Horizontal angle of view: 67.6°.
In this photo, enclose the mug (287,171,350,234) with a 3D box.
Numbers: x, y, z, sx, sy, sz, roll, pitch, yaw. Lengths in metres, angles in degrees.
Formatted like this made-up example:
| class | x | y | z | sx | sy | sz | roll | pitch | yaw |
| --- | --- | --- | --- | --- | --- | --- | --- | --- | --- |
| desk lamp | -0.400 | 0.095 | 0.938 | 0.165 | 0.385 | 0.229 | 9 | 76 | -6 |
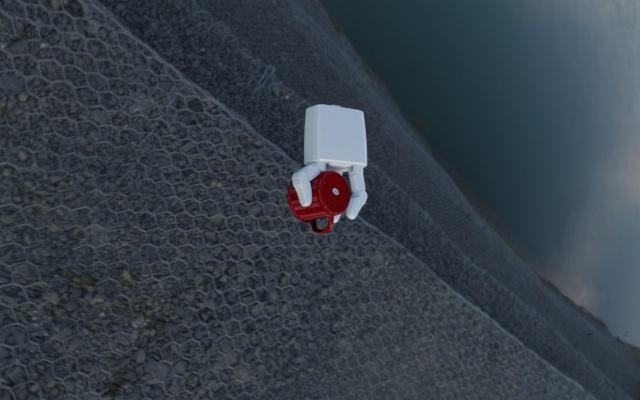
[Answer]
| class | x | y | z | sx | sy | sz | roll | pitch | yaw |
| --- | --- | --- | --- | --- | --- | --- | --- | --- | --- |
| mug | 0.000 | 0.004 | 0.875 | 0.093 | 0.117 | 0.081 | 5 | -10 | -42 |
